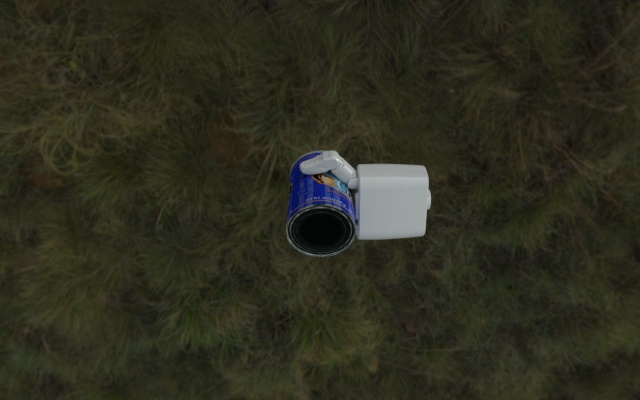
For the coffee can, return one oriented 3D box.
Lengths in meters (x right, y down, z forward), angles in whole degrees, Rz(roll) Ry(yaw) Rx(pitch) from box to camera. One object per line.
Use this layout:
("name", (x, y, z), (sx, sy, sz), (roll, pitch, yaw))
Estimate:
("coffee can", (0.000, 0.002, 0.744), (0.103, 0.103, 0.140), (0, 39, 0))
